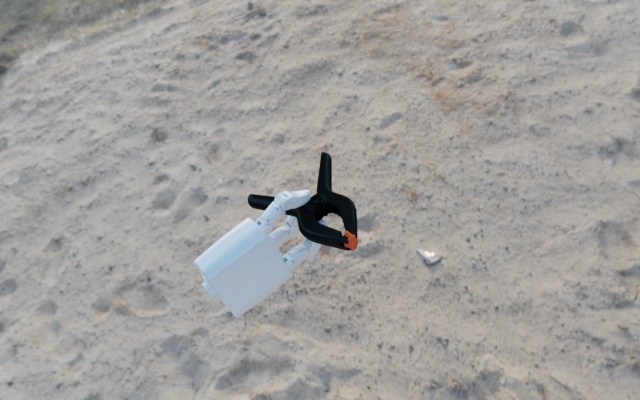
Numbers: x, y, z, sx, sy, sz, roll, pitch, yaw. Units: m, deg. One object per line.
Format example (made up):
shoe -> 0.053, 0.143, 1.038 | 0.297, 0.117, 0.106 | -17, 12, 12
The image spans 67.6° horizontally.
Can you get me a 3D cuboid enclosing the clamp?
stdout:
clamp -> 0.000, 0.002, 0.765 | 0.164, 0.036, 0.210 | -38, 48, -18
